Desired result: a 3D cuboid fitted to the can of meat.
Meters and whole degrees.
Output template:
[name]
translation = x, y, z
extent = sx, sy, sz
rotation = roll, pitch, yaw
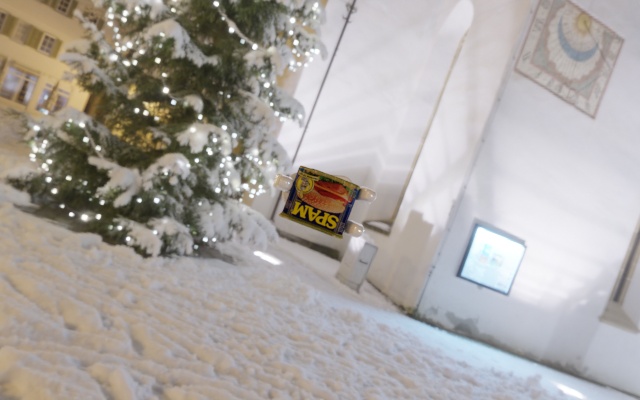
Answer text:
[can of meat]
translation = 0.000, 0.002, 0.717
extent = 0.102, 0.084, 0.057
rotation = 21, -2, 3
